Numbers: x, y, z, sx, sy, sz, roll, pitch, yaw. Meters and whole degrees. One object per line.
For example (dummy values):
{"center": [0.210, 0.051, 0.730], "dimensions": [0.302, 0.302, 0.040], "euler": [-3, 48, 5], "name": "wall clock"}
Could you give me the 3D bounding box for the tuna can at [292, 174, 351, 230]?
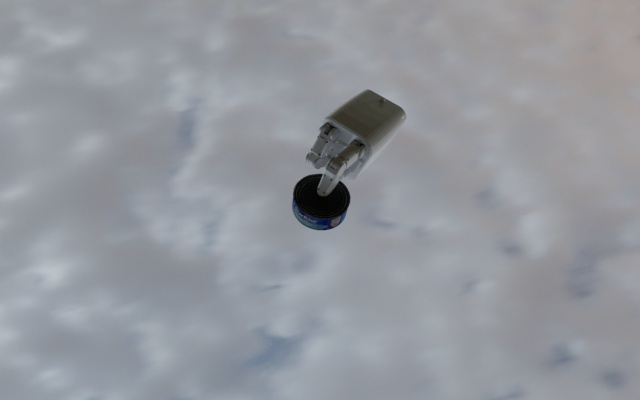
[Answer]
{"center": [0.000, 0.003, 0.717], "dimensions": [0.086, 0.086, 0.034], "euler": [0, -38, -10], "name": "tuna can"}
